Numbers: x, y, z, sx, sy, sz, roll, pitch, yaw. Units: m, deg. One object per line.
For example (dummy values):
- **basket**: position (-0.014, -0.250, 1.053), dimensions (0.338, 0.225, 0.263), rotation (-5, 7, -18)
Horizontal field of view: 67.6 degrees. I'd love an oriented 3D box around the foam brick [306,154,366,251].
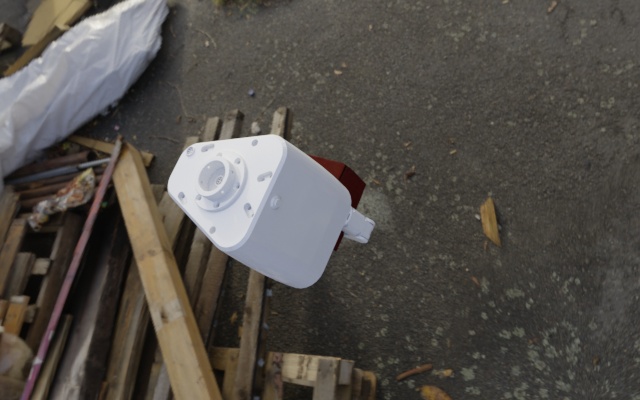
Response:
- **foam brick**: position (0.000, 0.001, 0.470), dimensions (0.053, 0.078, 0.051), rotation (17, -12, 35)
